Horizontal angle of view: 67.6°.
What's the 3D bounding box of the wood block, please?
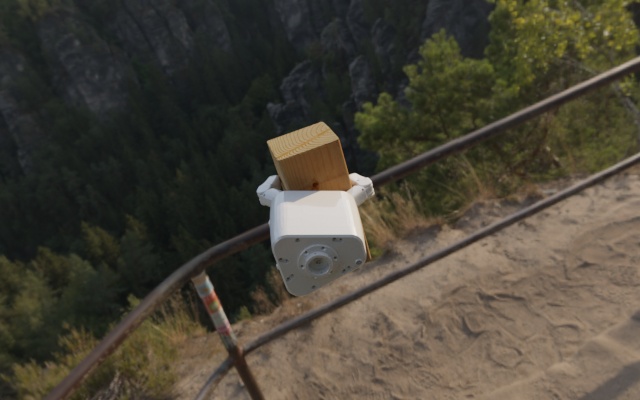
[{"bbox_3d":[0.000,0.002,0.714,0.091,0.206,0.090,-20,29,-7],"label":"wood block"}]
